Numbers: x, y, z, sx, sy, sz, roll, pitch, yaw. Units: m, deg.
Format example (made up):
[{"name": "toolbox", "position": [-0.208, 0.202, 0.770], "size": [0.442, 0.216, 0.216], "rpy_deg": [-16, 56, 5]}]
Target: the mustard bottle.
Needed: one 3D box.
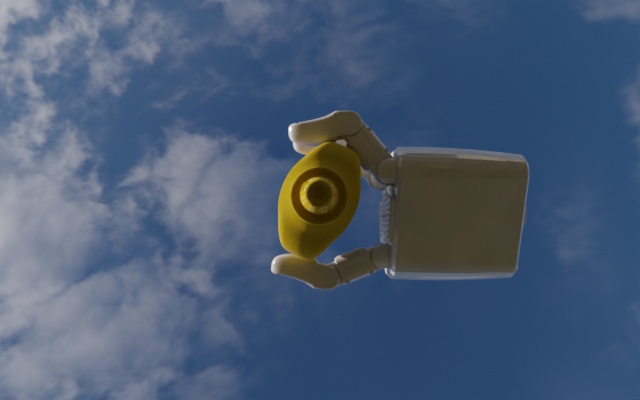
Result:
[{"name": "mustard bottle", "position": [0.000, 0.001, 0.403], "size": [0.058, 0.096, 0.191], "rpy_deg": [26, -3, 1]}]
